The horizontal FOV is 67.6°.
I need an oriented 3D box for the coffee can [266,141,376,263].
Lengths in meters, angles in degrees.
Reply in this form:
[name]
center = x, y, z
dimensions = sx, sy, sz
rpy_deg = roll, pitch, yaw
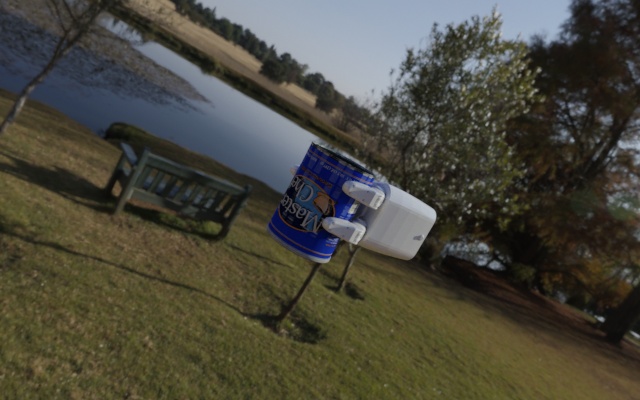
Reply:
[coffee can]
center = 0.000, 0.002, 0.675
dimensions = 0.103, 0.140, 0.103
rpy_deg = 28, 10, -5
